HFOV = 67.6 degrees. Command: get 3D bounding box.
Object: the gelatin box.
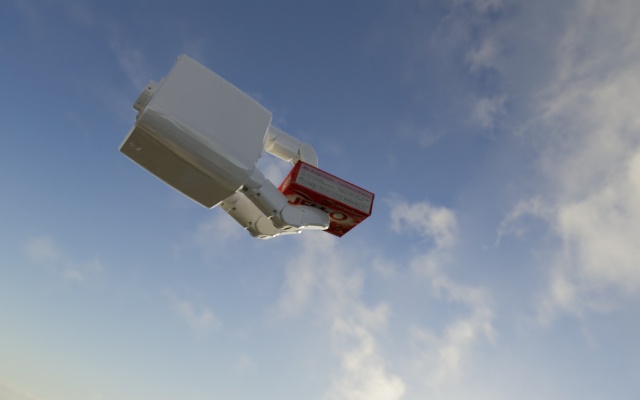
[{"bbox_3d":[0.000,0.001,0.497,0.089,0.030,0.073,23,-29,-13],"label":"gelatin box"}]
